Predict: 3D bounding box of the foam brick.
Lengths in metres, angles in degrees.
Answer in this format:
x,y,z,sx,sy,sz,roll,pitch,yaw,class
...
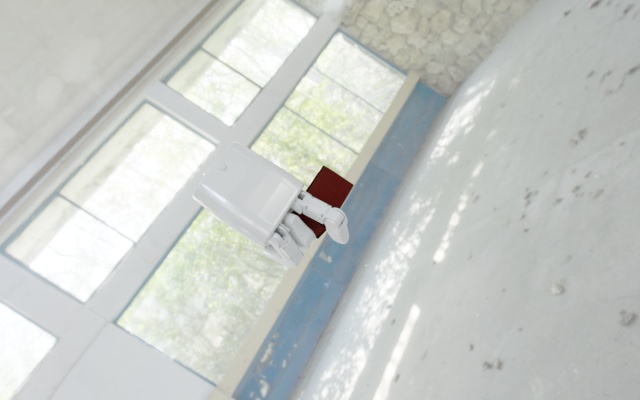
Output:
x,y,z,sx,sy,sz,roll,pitch,yaw,class
0.000,0.002,0.647,0.051,0.078,0.053,33,-26,-2,foam brick
